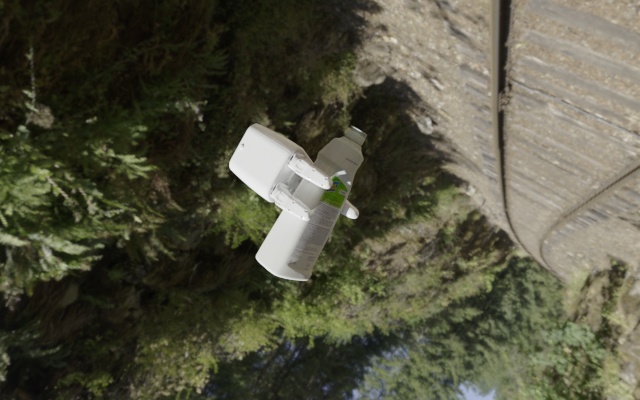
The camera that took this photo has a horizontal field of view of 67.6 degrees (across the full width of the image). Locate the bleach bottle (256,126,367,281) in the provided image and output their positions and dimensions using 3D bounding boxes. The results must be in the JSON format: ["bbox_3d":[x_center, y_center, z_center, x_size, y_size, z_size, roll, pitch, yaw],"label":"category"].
[{"bbox_3d":[0.000,0.002,0.746,0.068,0.251,0.102,35,8,33],"label":"bleach bottle"}]
